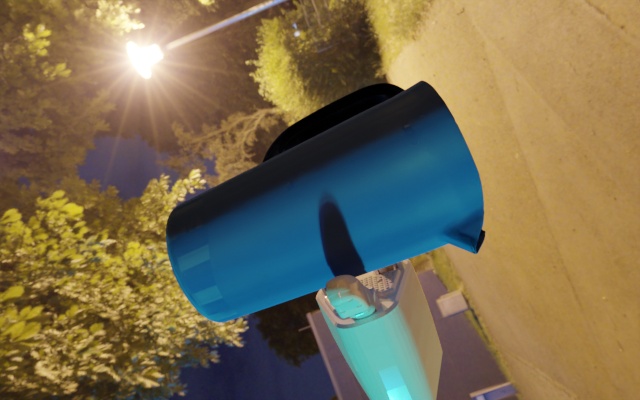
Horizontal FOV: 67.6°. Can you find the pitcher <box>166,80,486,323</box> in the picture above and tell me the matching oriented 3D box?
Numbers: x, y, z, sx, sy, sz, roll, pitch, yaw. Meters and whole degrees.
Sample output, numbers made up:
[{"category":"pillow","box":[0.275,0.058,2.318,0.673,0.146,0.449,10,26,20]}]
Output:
[{"category":"pitcher","box":[0.000,0.002,0.405,0.243,0.145,0.149,-23,11,6]}]
